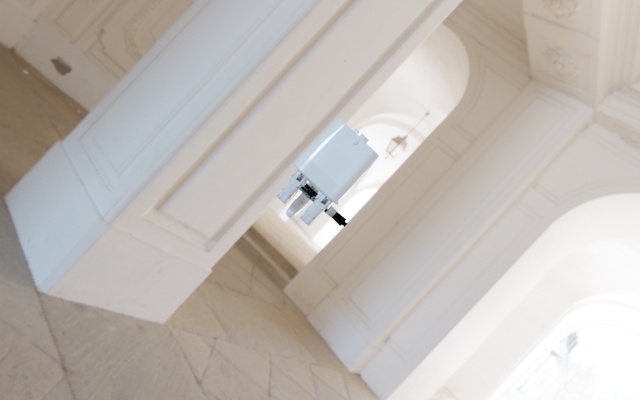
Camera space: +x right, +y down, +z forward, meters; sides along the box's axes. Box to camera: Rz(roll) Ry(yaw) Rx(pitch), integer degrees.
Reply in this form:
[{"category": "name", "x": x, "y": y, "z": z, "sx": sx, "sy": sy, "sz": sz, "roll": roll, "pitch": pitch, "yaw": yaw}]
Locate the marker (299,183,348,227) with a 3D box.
[{"category": "marker", "x": 0.000, "y": 0.003, "z": 0.834, "sx": 0.121, "sy": 0.020, "sz": 0.020, "roll": 42, "pitch": -2, "yaw": -3}]
